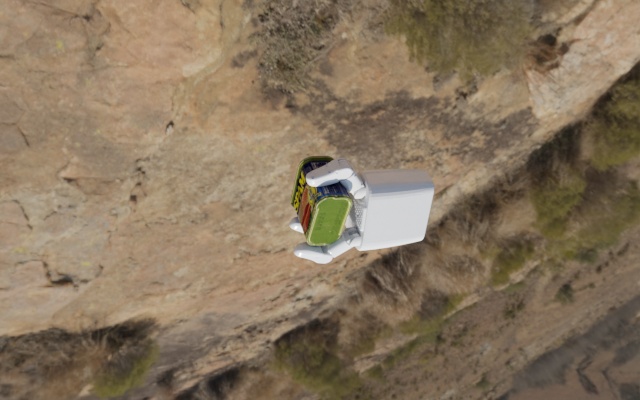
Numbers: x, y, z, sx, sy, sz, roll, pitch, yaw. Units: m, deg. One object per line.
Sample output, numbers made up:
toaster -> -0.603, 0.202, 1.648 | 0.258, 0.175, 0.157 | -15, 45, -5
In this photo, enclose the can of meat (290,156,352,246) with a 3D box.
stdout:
can of meat -> 0.000, 0.002, 0.676 | 0.057, 0.102, 0.084 | -3, 45, -21
